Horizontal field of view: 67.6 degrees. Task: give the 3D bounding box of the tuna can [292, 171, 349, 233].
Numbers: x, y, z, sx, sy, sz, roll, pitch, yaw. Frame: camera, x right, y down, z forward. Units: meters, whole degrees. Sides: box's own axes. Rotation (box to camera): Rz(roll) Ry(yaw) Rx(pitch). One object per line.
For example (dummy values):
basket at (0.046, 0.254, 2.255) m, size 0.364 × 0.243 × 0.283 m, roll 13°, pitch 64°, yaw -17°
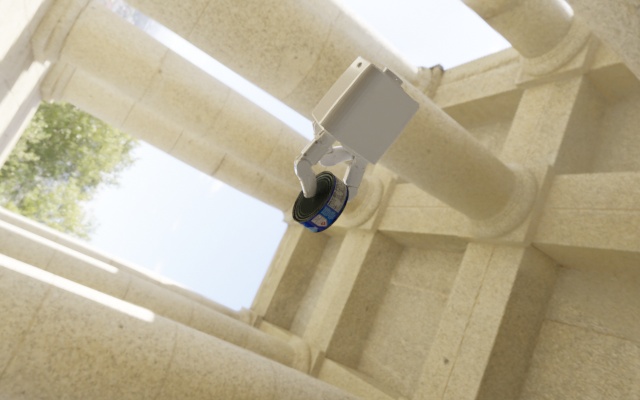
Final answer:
tuna can at (0.000, 0.003, 0.679) m, size 0.034 × 0.086 × 0.086 m, roll 36°, pitch -18°, yaw -26°
